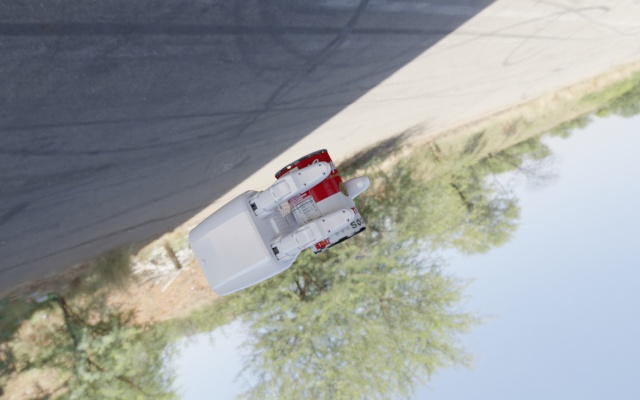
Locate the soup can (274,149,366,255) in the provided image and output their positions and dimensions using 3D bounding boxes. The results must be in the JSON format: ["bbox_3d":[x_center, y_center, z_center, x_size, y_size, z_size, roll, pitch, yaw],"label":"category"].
[{"bbox_3d":[0.001,0.002,0.542,0.068,0.102,0.068,-27,-4,-2],"label":"soup can"}]
